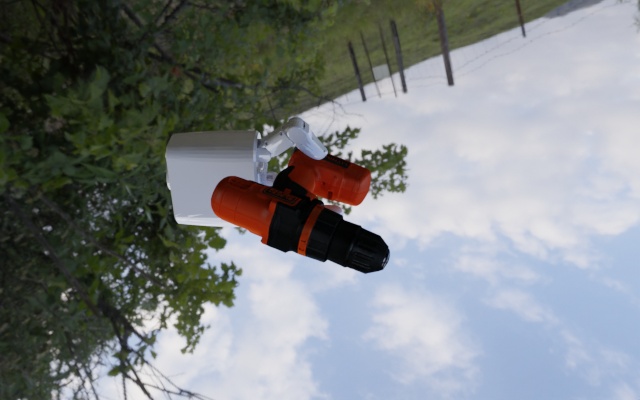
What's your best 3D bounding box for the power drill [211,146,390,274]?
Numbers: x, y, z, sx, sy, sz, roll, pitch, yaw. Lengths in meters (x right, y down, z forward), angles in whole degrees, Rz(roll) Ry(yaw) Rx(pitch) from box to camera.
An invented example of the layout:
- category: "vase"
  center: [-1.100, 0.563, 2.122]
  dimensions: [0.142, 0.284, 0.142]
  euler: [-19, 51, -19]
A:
- category: "power drill"
  center: [0.000, 0.002, 0.526]
  dimensions: [0.184, 0.057, 0.187]
  euler: [22, 23, 10]
